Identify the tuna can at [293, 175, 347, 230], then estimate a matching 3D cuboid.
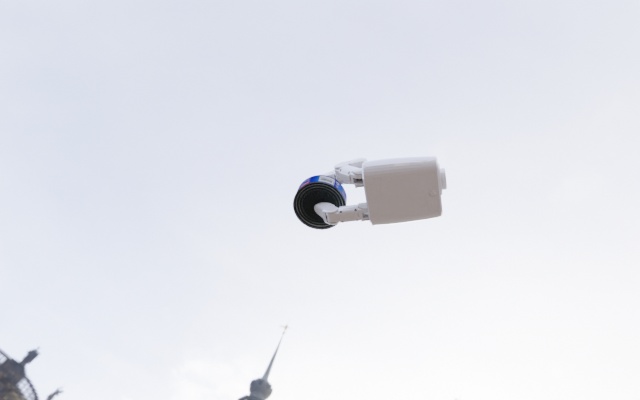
[{"bbox_3d":[0.000,0.002,0.777,0.086,0.086,0.033,0,26,8],"label":"tuna can"}]
